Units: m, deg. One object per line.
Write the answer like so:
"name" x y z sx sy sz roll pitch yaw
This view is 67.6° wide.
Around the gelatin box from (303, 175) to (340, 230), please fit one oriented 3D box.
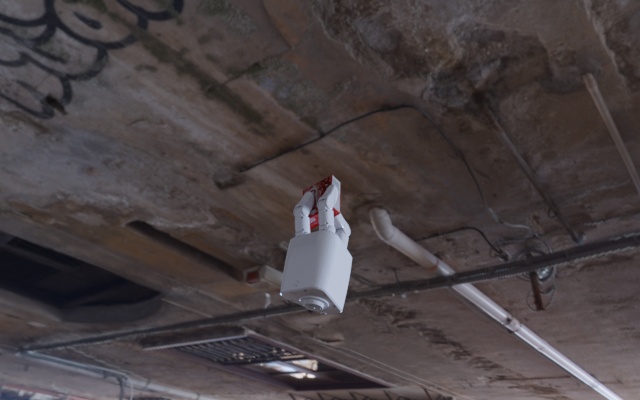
"gelatin box" 0.000 0.003 0.899 0.073 0.089 0.030 -28 -53 27
